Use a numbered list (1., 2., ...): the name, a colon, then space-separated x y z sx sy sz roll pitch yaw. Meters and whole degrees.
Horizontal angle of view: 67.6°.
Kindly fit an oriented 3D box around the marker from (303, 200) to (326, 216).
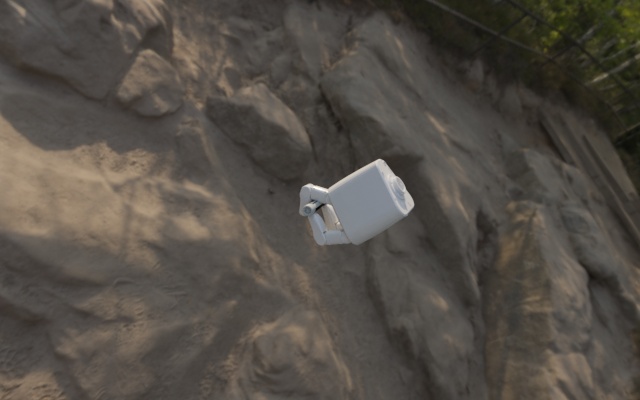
1. marker: 0.000 0.003 0.879 0.020 0.020 0.121 0 14 23
